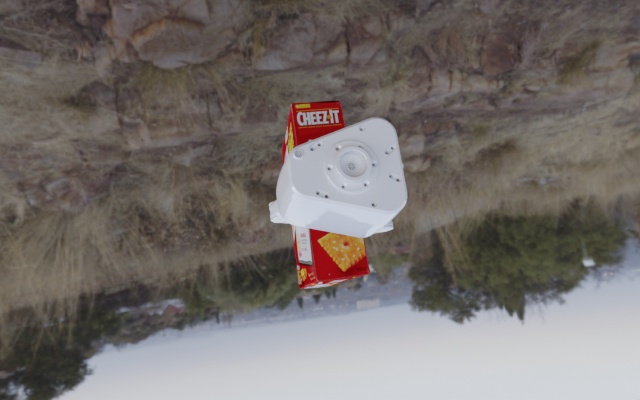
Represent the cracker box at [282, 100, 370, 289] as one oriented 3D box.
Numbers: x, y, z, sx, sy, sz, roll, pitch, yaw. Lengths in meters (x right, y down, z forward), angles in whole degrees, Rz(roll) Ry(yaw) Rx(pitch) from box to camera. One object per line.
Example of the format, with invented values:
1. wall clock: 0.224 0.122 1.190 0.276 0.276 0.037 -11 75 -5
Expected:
1. cracker box: 0.000 0.002 0.625 0.072 0.213 0.164 -6 -13 -10
